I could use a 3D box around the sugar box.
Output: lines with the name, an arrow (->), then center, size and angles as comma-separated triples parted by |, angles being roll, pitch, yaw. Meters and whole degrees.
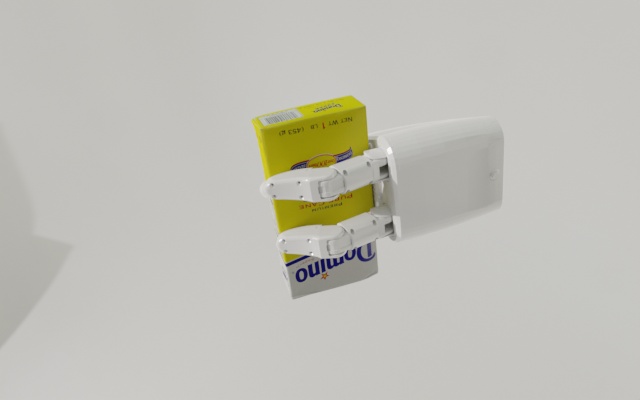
sugar box -> 0.000, 0.002, 0.438 | 0.093, 0.176, 0.048 | -14, 27, -10
